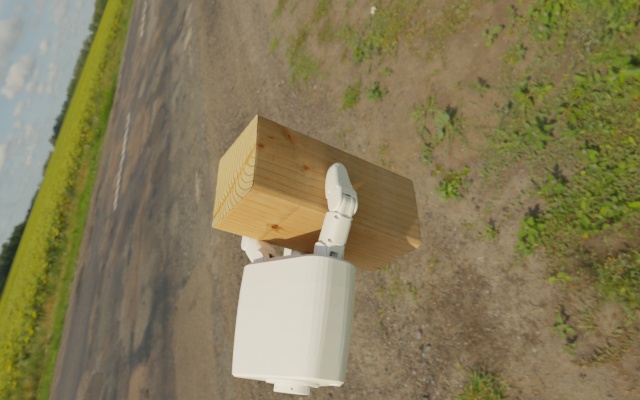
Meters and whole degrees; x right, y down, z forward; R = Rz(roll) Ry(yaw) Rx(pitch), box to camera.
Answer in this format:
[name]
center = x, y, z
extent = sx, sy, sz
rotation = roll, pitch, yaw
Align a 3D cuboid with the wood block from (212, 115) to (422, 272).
[wood block]
center = 0.000, 0.002, 0.520
extent = 0.206, 0.090, 0.091
rotation = 19, -38, -29
